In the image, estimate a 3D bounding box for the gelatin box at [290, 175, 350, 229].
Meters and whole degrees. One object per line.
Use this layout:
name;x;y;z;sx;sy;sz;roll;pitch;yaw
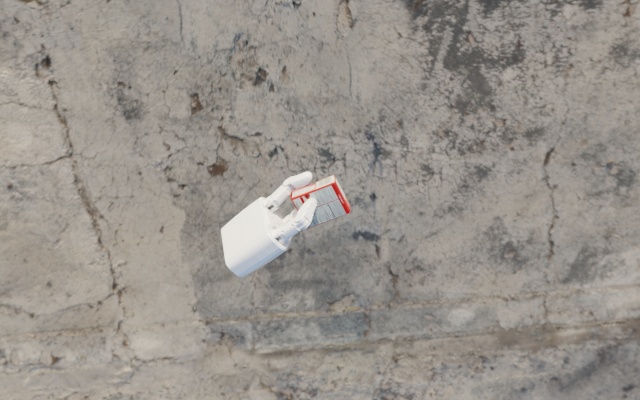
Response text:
gelatin box;0.000;0.003;0.866;0.089;0.073;0.030;-21;31;14
